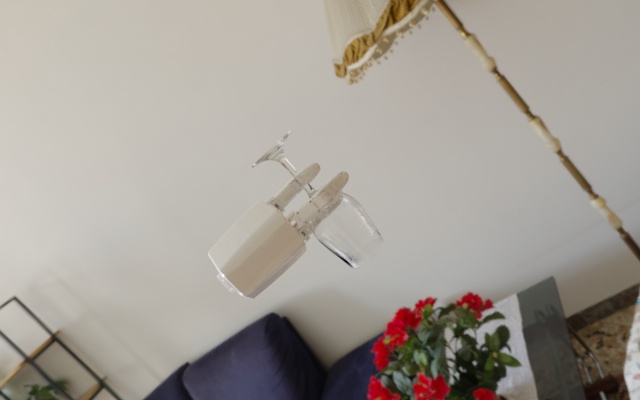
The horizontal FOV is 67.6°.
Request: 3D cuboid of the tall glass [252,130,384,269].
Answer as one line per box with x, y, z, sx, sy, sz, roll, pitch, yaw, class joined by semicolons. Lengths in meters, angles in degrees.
0.000;0.002;0.661;0.079;0.201;0.079;-42;8;7;tall glass
